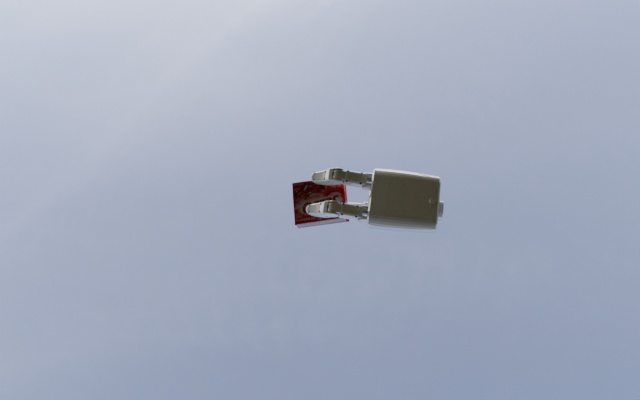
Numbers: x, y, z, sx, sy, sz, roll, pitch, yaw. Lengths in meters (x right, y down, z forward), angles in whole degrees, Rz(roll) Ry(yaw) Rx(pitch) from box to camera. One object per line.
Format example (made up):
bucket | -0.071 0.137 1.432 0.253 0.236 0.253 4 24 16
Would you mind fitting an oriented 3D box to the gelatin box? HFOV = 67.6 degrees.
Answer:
gelatin box | 0.000 0.003 0.790 0.089 0.073 0.030 -8 -18 10
